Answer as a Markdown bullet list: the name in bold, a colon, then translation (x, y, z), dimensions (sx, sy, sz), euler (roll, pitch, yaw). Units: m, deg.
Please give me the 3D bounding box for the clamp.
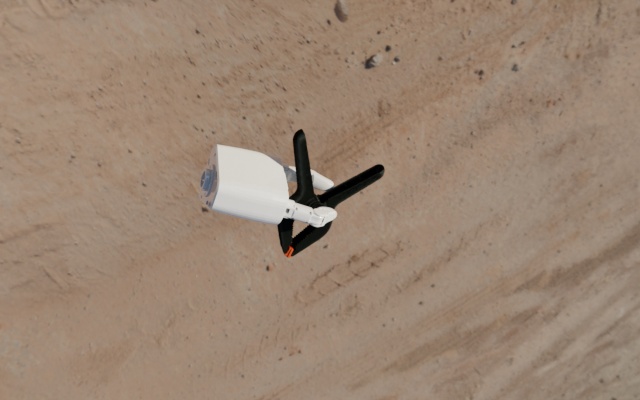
- **clamp**: translation (0.000, 0.003, 0.764), dimensions (0.164, 0.210, 0.036), euler (14, 23, -24)
